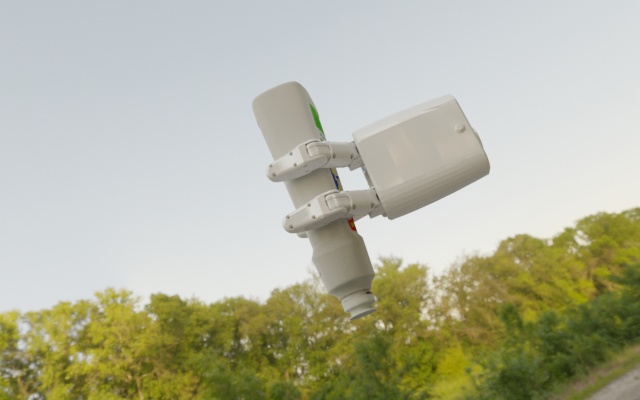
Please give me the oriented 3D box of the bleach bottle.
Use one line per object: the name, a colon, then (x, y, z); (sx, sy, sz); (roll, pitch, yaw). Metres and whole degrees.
bleach bottle: (0.000, 0.002, 0.502); (0.068, 0.250, 0.103); (-23, -22, 5)
